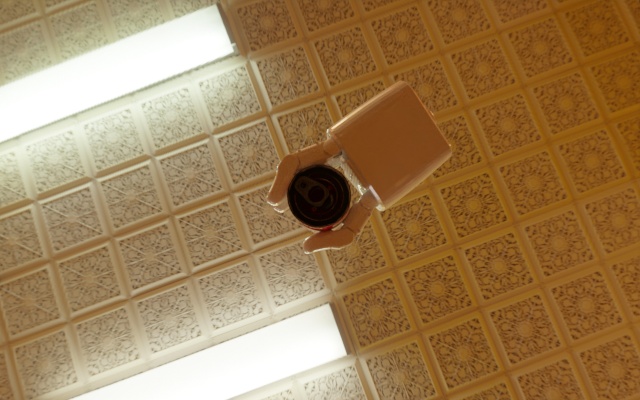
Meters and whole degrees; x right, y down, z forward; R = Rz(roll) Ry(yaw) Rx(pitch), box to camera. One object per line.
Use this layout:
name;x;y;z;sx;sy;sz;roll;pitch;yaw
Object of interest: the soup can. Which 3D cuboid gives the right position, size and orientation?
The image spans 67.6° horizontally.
soup can;0.000;0.002;0.551;0.068;0.068;0.102;0;-8;2
